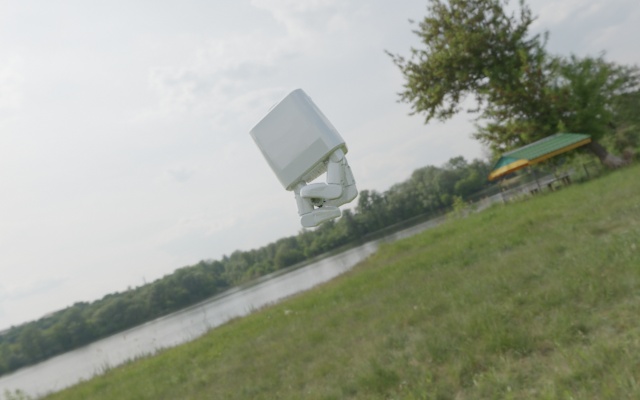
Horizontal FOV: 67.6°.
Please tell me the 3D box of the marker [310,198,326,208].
[{"bbox_3d":[0.000,0.002,0.740,0.020,0.020,0.121,0,-4,6],"label":"marker"}]
